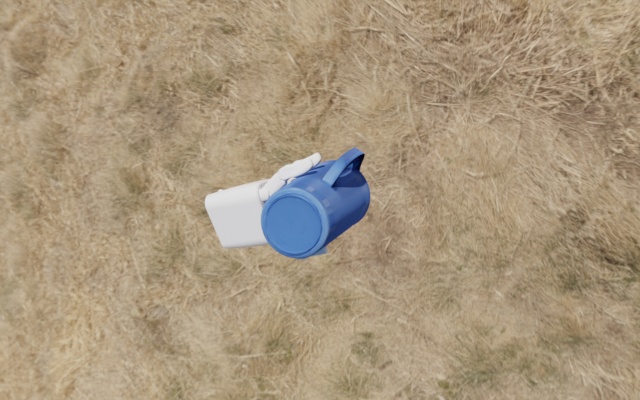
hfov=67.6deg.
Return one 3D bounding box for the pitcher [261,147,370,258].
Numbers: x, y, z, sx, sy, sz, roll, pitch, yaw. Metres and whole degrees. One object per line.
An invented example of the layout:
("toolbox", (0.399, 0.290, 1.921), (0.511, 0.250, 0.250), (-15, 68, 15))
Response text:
("pitcher", (0.000, 0.003, 0.798), (0.145, 0.149, 0.243), (-10, 8, 19))
